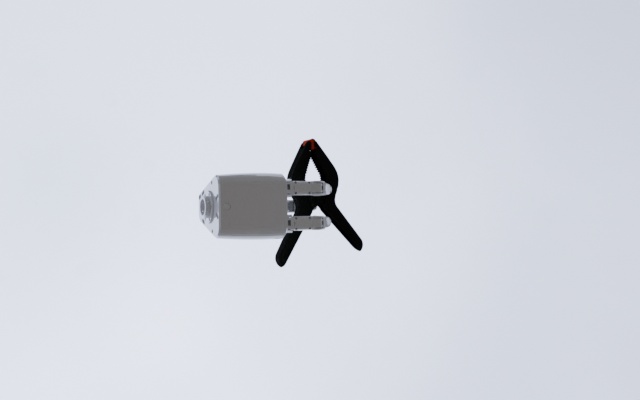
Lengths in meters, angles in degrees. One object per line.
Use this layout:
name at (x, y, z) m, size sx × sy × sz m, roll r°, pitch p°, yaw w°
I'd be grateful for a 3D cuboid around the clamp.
clamp at (0.000, 0.002, 0.808) m, size 0.164 × 0.210 × 0.036 m, roll 0°, pitch 0°, yaw -29°
